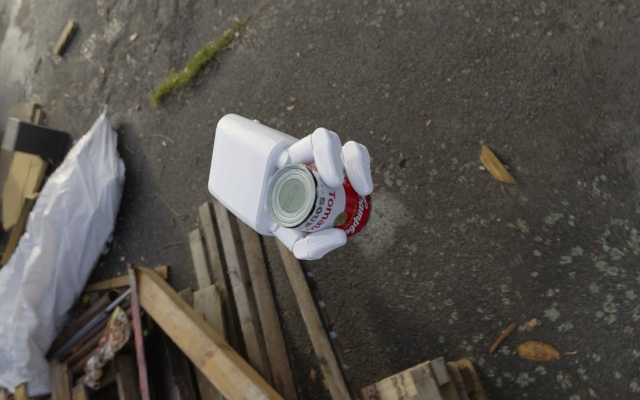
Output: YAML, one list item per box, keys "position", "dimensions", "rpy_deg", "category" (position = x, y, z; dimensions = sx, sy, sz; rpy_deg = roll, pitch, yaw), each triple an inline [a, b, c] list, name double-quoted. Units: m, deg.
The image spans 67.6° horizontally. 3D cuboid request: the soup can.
- position: [0.000, 0.002, 0.509]
  dimensions: [0.068, 0.068, 0.102]
  rpy_deg: [0, -8, 37]
  category: "soup can"
